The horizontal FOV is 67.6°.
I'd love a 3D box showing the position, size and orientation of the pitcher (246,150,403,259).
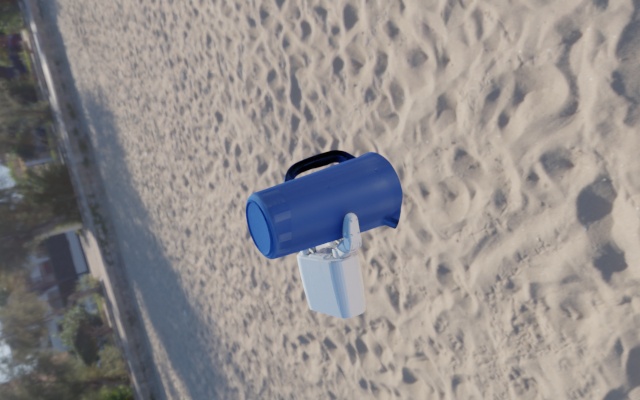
[{"bbox_3d":[0.000,0.003,0.796,0.243,0.145,0.149,-17,12,-27],"label":"pitcher"}]
